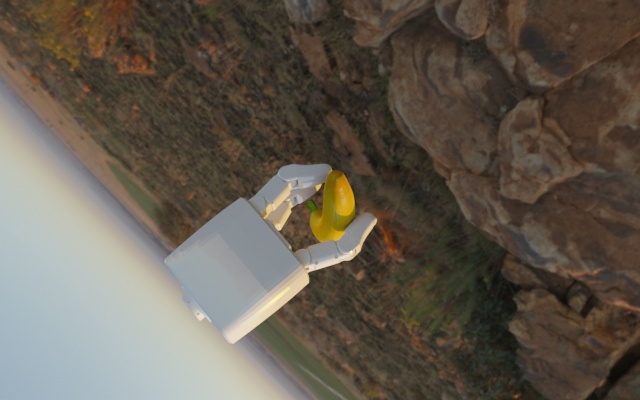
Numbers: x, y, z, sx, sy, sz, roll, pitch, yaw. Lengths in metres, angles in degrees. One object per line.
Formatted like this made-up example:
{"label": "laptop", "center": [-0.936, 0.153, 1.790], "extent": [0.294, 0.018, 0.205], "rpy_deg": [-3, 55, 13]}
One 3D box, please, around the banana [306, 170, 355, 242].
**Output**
{"label": "banana", "center": [0.010, 0.018, 0.572], "extent": [0.037, 0.069, 0.198], "rpy_deg": [-34, -3, -15]}
